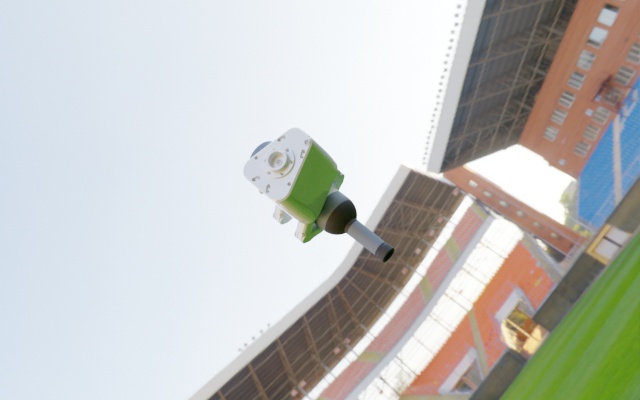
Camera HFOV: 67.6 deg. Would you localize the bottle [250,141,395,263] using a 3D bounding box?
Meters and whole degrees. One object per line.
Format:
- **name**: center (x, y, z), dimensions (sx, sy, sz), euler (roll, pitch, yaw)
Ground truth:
- **bottle**: center (0.000, 0.002, 0.785), dimensions (0.295, 0.069, 0.069), euler (38, 20, 27)
